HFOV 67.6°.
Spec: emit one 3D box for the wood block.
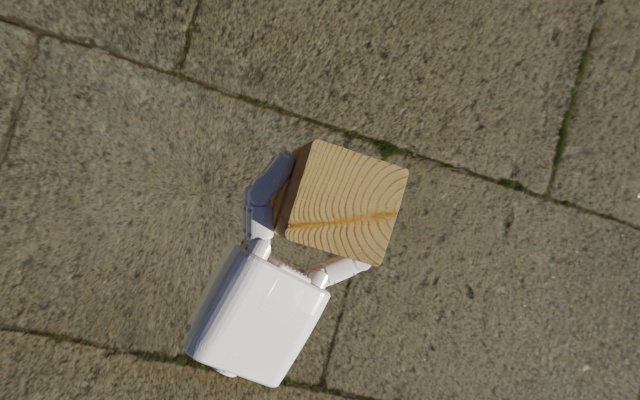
[{"bbox_3d":[0.000,0.002,0.498,0.091,0.090,0.206,18,-3,-13],"label":"wood block"}]
